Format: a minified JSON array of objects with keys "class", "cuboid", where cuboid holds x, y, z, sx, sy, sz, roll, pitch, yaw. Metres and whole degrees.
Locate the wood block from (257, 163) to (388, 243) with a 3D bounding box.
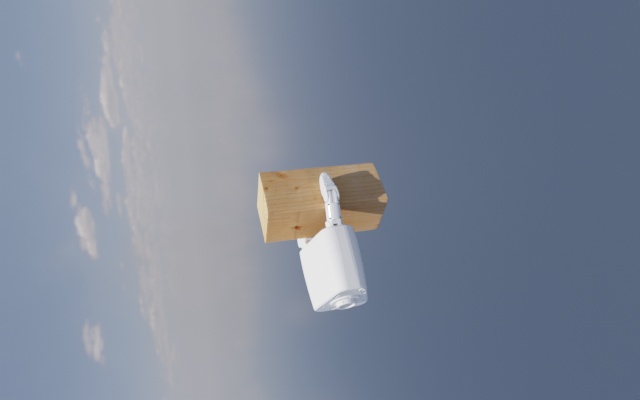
[{"class":"wood block","cuboid":[0.000,0.003,0.835,0.206,0.090,0.091,-6,-38,-15]}]
